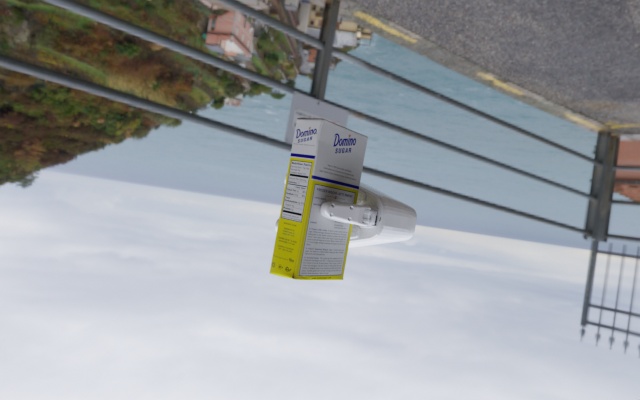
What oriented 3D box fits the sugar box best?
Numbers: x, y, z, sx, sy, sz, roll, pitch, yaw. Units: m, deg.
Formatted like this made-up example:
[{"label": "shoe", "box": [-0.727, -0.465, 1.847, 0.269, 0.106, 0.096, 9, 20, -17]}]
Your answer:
[{"label": "sugar box", "box": [0.000, 0.002, 0.549, 0.048, 0.176, 0.093, 7, -3, 38]}]
